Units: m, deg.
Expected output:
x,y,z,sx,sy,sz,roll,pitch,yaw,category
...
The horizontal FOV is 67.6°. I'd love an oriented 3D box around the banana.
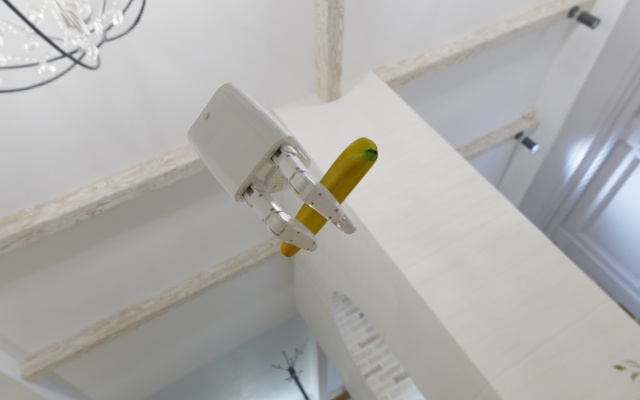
x,y,z,sx,sy,sz,roll,pitch,yaw,category
0.011,-0.009,0.537,0.069,0.037,0.198,-44,-6,-49,banana
